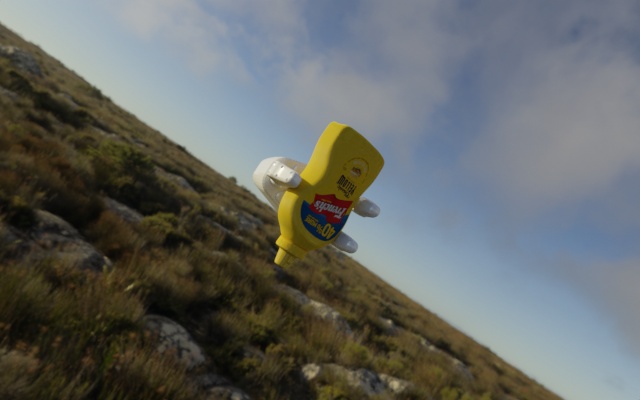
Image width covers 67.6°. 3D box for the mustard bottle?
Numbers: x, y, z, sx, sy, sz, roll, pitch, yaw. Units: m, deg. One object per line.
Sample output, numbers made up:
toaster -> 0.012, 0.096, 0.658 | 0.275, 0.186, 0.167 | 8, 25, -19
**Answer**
mustard bottle -> 0.000, 0.002, 0.612 | 0.058, 0.191, 0.096 | 28, -7, 48
